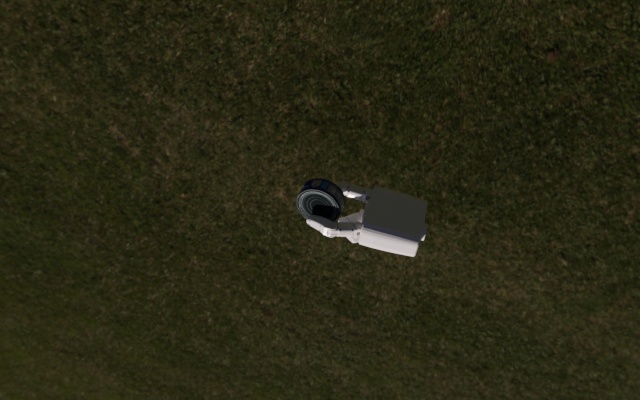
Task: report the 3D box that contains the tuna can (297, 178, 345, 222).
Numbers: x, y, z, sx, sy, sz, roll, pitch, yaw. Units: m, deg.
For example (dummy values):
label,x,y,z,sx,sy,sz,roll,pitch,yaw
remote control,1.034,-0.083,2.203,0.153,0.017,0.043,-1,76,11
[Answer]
label,x,y,z,sx,sy,sz,roll,pitch,yaw
tuna can,0.000,0.003,0.877,0.086,0.086,0.033,0,38,24
